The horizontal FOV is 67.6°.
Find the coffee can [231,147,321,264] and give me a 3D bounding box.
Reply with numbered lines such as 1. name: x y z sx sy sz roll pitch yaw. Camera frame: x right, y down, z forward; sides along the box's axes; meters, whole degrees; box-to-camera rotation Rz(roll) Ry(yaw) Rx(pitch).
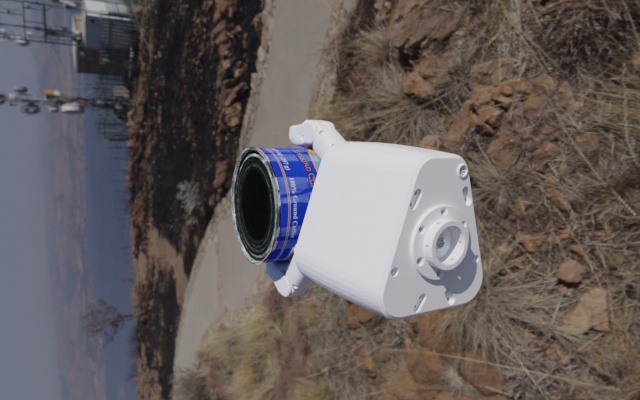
1. coffee can: 0.000 0.001 0.450 0.140 0.103 0.103 -3 2 -30
